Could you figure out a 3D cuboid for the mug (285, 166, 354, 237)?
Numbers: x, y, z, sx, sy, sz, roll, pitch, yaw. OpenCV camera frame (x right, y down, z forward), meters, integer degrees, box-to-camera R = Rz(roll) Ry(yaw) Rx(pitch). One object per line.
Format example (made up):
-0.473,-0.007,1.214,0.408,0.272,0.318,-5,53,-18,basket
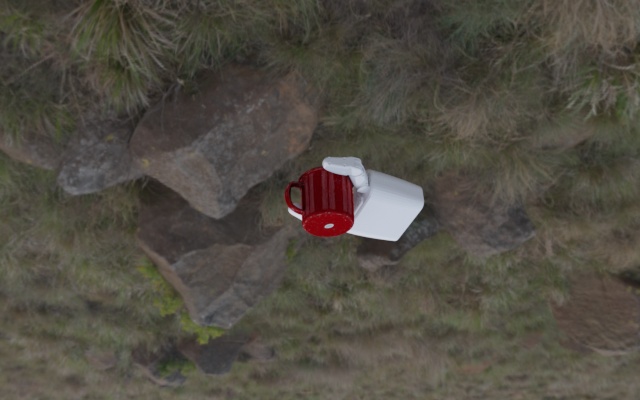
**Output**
-0.001,0.002,0.747,0.117,0.081,0.093,13,-35,-23,mug
